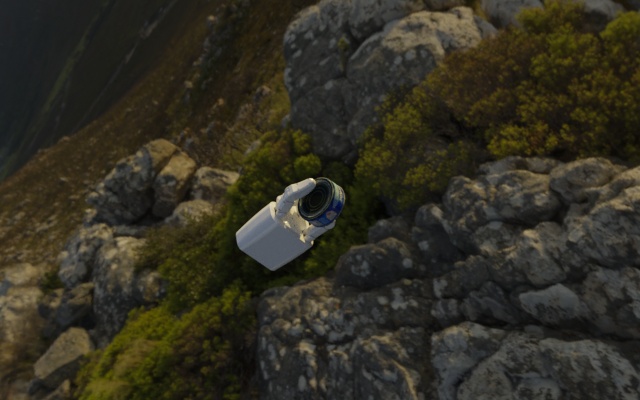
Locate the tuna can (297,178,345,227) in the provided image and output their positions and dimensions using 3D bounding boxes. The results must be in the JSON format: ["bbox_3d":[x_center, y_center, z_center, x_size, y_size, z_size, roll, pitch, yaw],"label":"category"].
[{"bbox_3d":[0.000,0.003,0.855,0.086,0.086,0.034,0,-25,44],"label":"tuna can"}]
